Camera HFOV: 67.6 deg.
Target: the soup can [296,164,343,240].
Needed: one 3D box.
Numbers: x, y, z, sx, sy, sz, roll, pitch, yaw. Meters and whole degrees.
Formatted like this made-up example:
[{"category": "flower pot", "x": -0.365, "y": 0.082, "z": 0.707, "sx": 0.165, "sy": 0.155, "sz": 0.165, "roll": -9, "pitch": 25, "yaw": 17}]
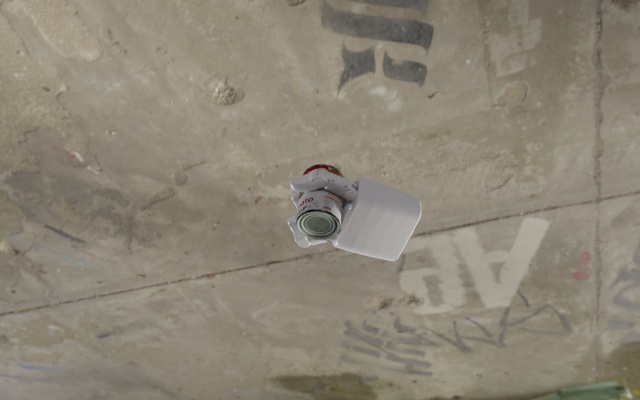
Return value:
[{"category": "soup can", "x": 0.000, "y": 0.002, "z": 0.738, "sx": 0.068, "sy": 0.102, "sz": 0.069, "roll": 3, "pitch": -44, "yaw": 3}]
